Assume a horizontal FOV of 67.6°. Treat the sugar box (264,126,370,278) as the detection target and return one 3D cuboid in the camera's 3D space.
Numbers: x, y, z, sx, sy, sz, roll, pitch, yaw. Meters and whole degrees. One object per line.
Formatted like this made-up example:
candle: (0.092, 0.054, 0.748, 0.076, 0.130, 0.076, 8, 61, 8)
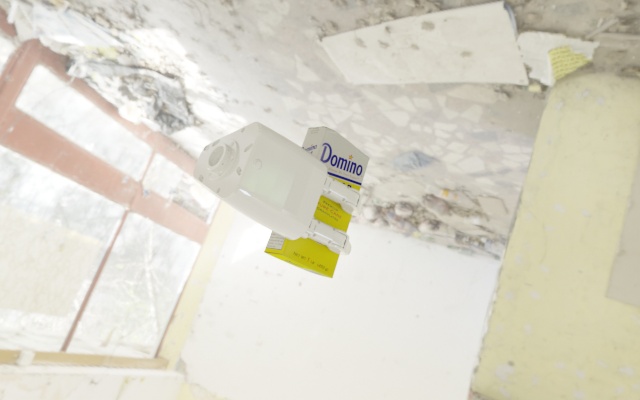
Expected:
sugar box: (0.000, 0.002, 0.619, 0.048, 0.176, 0.093, 4, -20, 48)
